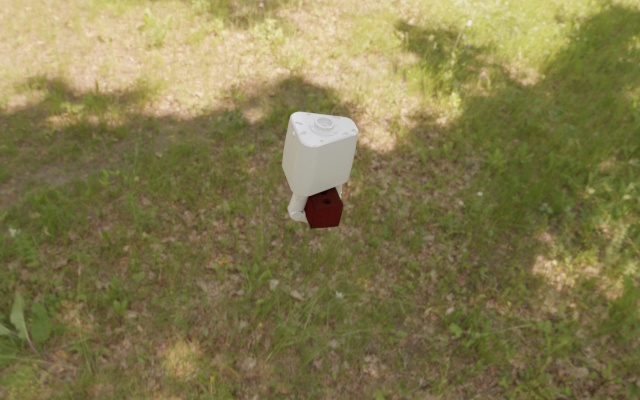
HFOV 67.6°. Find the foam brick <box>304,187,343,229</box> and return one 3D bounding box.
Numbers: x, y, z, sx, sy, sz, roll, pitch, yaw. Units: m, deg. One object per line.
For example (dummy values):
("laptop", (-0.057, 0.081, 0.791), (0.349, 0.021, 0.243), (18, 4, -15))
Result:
("foam brick", (0.000, 0.003, 0.826), (0.053, 0.051, 0.078), (-6, 47, -19))
